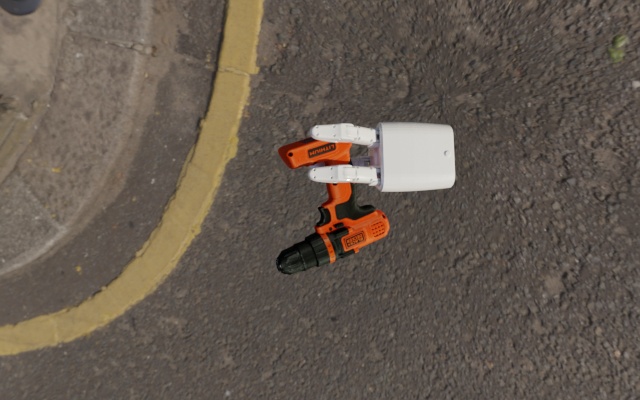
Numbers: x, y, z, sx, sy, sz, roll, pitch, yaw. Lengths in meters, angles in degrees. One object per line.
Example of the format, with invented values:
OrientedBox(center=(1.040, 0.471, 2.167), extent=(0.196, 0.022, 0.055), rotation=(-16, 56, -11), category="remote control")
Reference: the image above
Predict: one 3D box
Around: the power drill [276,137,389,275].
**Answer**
OrientedBox(center=(0.000, 0.002, 0.702), extent=(0.184, 0.188, 0.057), rotation=(-22, 19, -18), category="power drill")
